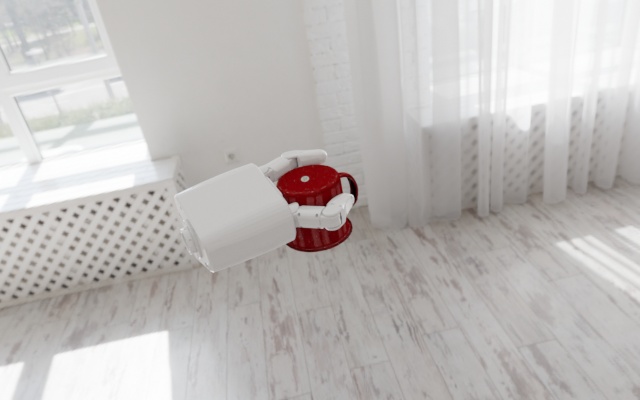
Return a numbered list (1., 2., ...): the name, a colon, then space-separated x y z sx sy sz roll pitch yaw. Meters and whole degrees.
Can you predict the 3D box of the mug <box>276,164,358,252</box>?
1. mug: 0.001 0.001 0.615 0.117 0.081 0.093 -24 32 -23
